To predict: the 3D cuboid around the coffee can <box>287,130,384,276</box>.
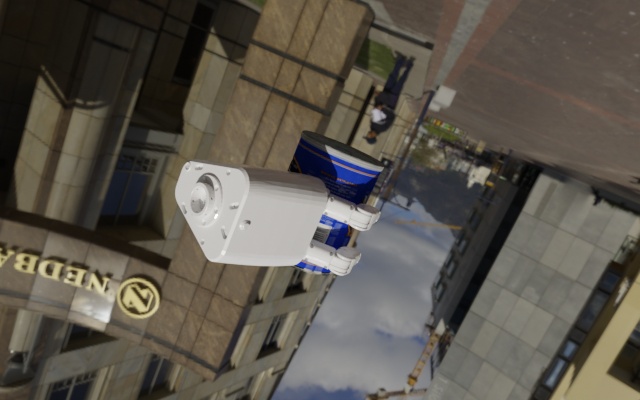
[{"bbox_3d":[0.000,0.002,0.564,0.103,0.140,0.102,22,13,-5],"label":"coffee can"}]
